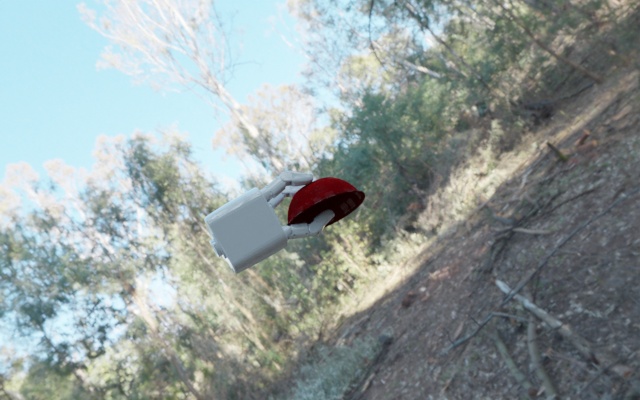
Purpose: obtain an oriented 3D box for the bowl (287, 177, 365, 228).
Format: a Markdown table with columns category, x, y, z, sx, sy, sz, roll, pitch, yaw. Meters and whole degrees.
| category | x | y | z | sx | sy | sz | roll | pitch | yaw |
| --- | --- | --- | --- | --- | --- | --- | --- | --- | --- |
| bowl | 0.001 | 0.002 | 0.894 | 0.162 | 0.055 | 0.162 | -22 | -19 | -8 |
